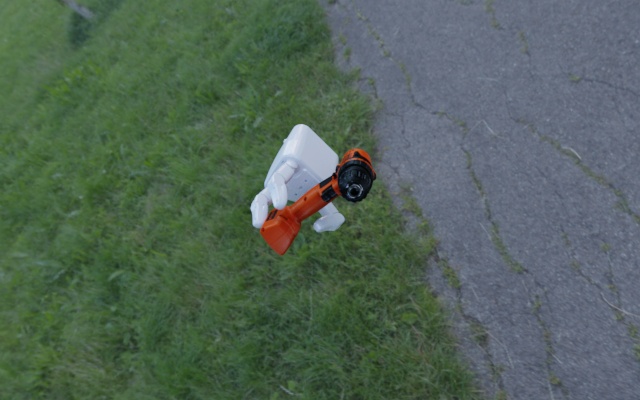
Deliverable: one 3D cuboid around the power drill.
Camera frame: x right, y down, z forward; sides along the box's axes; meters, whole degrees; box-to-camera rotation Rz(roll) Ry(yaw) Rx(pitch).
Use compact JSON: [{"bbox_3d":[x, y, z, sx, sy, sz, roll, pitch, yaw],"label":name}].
[{"bbox_3d":[0.000,0.002,0.709,0.188,0.057,0.184,-36,9,15],"label":"power drill"}]
